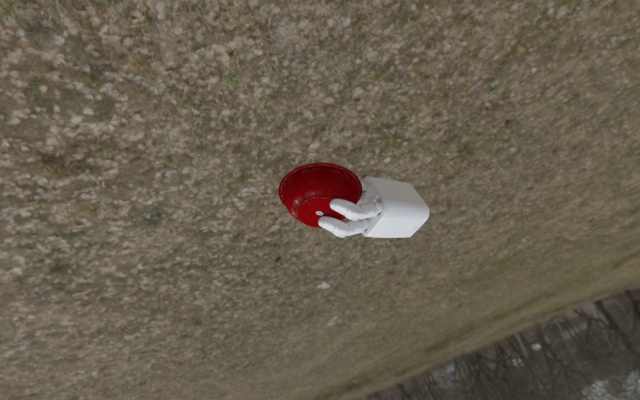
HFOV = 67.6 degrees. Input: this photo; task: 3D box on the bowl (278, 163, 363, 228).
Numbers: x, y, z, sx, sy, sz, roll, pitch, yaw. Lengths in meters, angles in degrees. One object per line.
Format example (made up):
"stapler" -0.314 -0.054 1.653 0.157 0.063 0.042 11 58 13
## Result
"bowl" -0.001 0.003 0.899 0.162 0.055 0.162 -1 -40 0
